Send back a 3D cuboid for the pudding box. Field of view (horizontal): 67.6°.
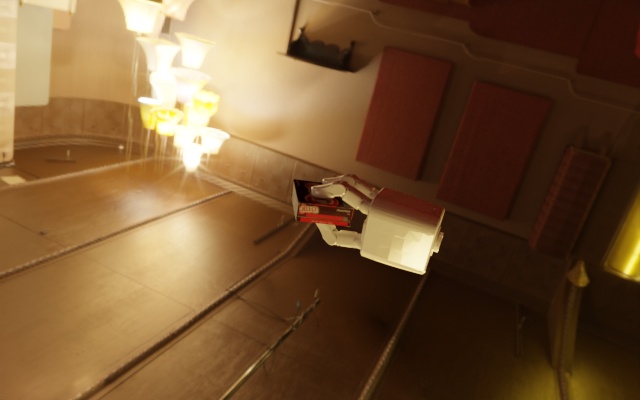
[{"bbox_3d":[0.000,0.003,0.793,0.090,0.039,0.113,7,18,-11],"label":"pudding box"}]
